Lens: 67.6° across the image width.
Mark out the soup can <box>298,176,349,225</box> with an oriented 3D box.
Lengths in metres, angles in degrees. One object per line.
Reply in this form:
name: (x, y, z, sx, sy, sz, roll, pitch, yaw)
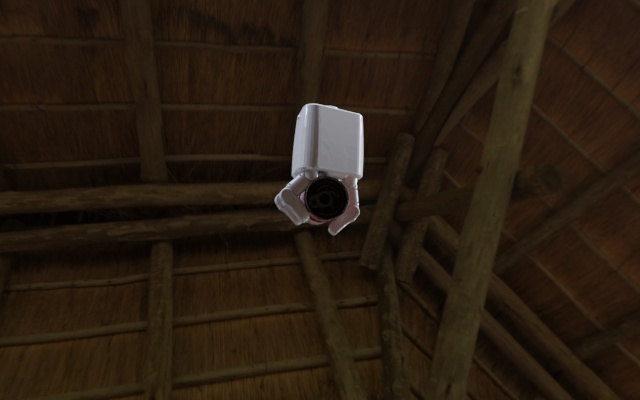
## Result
soup can: (0.000, 0.003, 0.777, 0.068, 0.068, 0.102, 0, -7, -12)
